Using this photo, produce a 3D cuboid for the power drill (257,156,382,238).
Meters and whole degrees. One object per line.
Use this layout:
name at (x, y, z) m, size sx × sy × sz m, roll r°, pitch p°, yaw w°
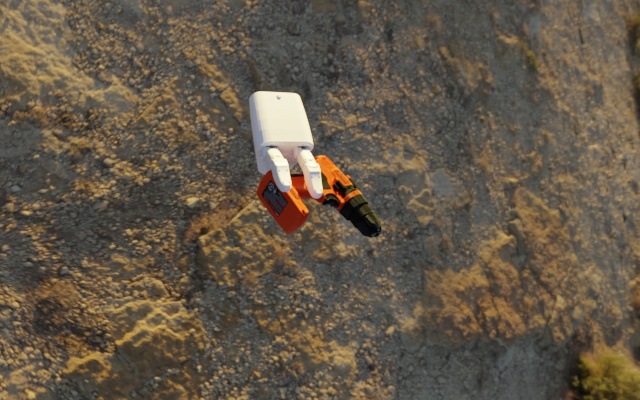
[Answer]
power drill at (0.000, 0.002, 0.801) m, size 0.187 × 0.057 × 0.184 m, roll -10°, pitch 52°, yaw -51°
